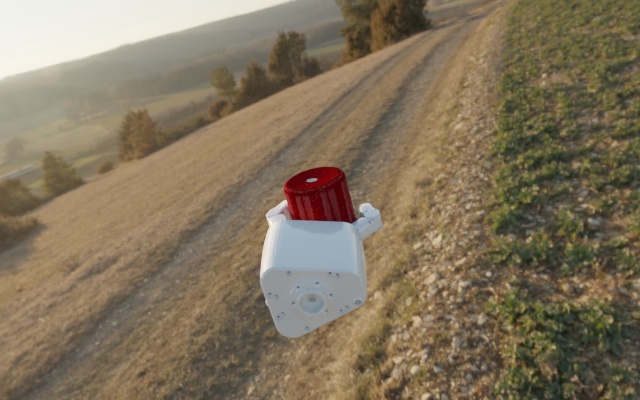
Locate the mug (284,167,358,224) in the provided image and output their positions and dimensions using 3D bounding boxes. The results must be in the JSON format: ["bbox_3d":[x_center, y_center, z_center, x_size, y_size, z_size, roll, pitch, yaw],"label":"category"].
[{"bbox_3d":[0.000,0.001,0.638,0.093,0.081,0.117,-13,24,5],"label":"mug"}]
